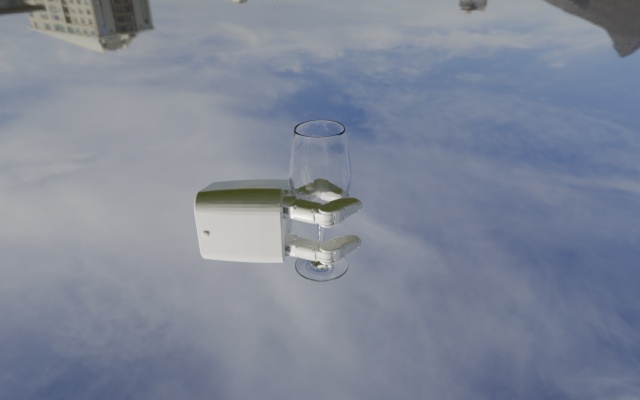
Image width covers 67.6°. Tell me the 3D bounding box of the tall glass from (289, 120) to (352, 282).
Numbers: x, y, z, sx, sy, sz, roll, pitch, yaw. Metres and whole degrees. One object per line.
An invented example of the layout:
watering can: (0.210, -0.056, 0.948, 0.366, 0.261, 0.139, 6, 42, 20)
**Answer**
tall glass: (0.000, 0.003, 0.613, 0.079, 0.201, 0.079, 0, 28, 0)
